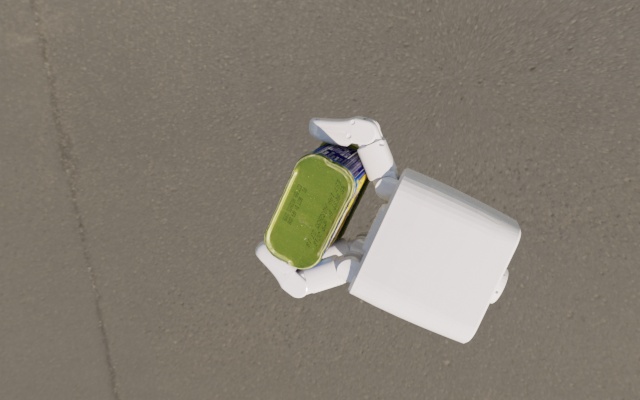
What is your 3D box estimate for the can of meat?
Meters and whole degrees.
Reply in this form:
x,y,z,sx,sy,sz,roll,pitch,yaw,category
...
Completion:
x,y,z,sx,sy,sz,roll,pitch,yaw,category
0.000,0.001,0.416,0.057,0.102,0.084,27,20,7,can of meat
